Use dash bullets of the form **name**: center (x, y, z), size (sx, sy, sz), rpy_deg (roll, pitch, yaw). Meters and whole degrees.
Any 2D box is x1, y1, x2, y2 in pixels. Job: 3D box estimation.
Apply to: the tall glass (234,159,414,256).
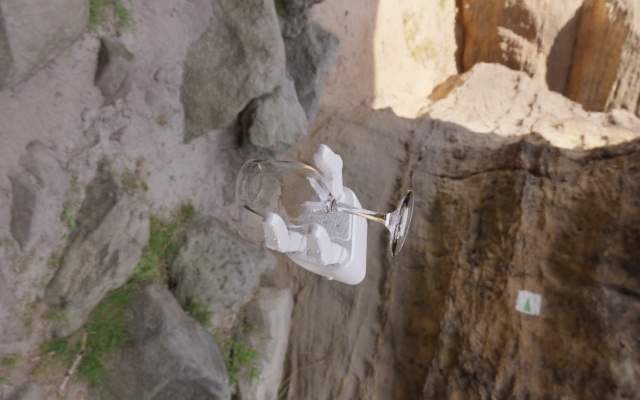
- **tall glass**: center (0.001, 0.002, 0.554), size (0.201, 0.079, 0.079), rpy_deg (15, 5, 21)
